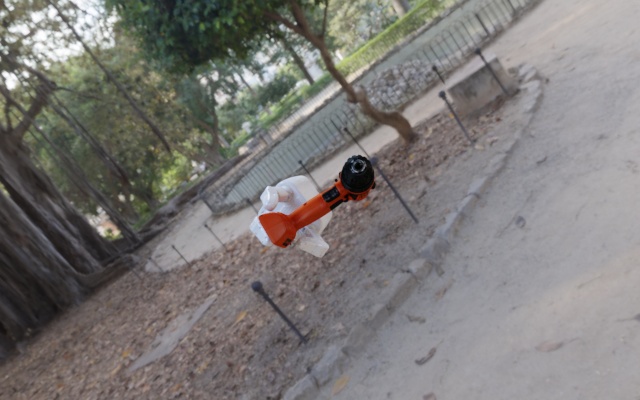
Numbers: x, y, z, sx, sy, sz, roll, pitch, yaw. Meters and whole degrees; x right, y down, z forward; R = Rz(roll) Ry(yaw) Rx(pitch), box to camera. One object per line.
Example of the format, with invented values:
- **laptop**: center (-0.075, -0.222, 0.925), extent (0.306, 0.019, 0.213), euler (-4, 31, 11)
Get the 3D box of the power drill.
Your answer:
- **power drill**: center (0.000, 0.003, 0.739), extent (0.187, 0.057, 0.184), euler (-30, -11, -1)
